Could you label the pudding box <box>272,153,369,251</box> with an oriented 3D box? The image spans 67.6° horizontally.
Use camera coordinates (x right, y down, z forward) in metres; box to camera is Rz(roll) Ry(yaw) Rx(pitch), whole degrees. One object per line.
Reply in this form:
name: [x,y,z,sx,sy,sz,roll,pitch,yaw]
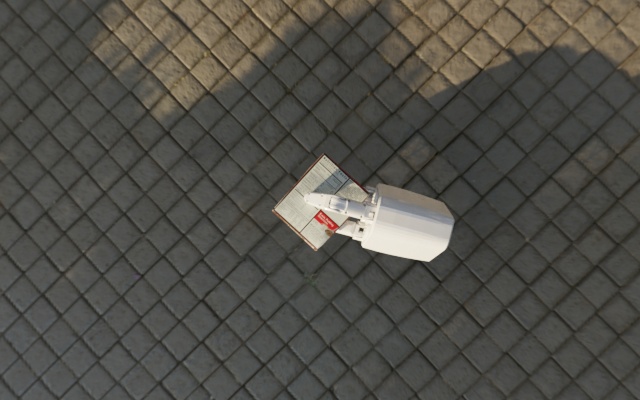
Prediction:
pudding box: [0.000,0.002,0.684,0.090,0.113,0.039,43,-3,-1]
